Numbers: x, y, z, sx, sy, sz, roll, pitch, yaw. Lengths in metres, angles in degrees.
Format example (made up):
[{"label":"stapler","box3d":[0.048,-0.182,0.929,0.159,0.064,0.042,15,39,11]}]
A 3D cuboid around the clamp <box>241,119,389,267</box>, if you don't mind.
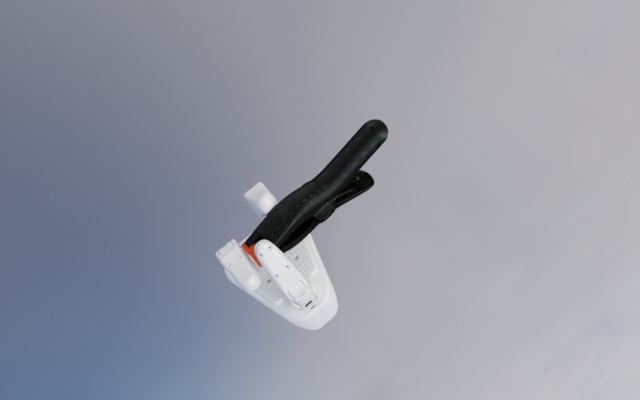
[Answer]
[{"label":"clamp","box3d":[0.000,0.002,0.472,0.171,0.039,0.120,-40,-23,-7]}]
